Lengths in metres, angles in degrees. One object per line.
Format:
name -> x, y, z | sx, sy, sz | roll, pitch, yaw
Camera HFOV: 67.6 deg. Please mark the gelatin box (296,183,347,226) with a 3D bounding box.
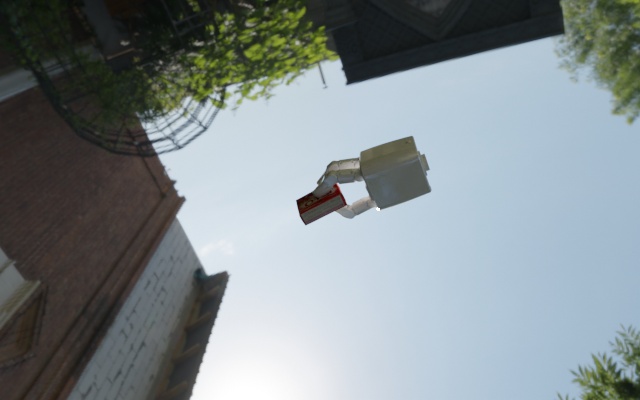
gelatin box -> 0.000, 0.003, 0.900 | 0.089, 0.030, 0.073 | -27, 23, 3
